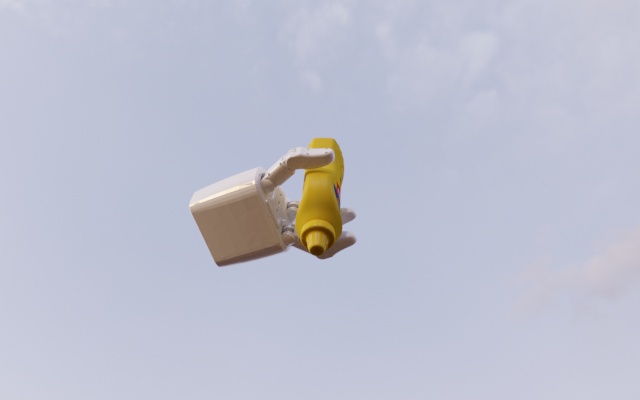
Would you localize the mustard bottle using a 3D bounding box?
[{"bbox_3d":[0.000,0.002,0.618,0.058,0.096,0.191,2,35,3],"label":"mustard bottle"}]
